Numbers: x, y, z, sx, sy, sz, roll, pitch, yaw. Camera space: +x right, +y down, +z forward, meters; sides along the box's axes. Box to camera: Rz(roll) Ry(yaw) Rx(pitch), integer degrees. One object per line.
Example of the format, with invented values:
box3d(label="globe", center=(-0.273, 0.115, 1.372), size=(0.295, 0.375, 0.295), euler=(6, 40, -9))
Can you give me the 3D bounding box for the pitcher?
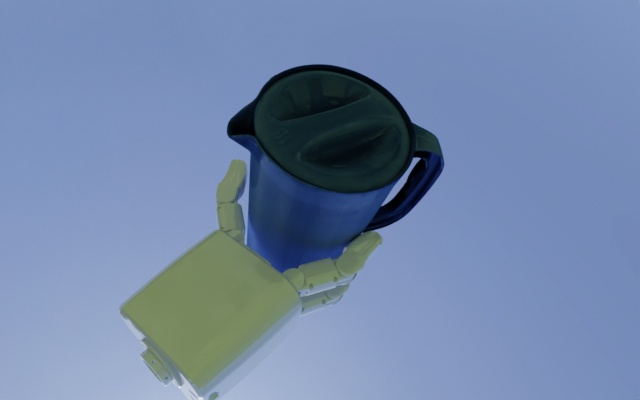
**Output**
box3d(label="pitcher", center=(0.000, 0.002, 0.470), size=(0.145, 0.149, 0.243), euler=(-42, -16, -31))
